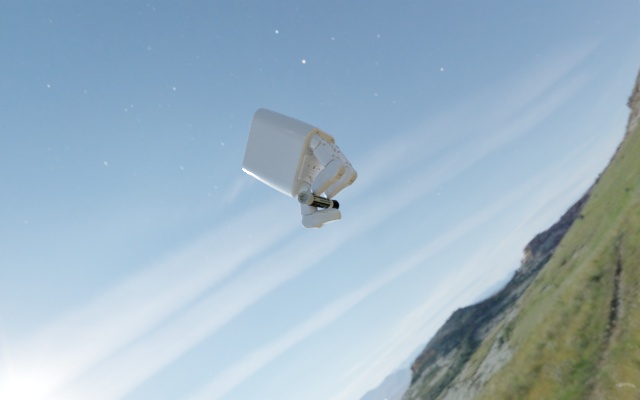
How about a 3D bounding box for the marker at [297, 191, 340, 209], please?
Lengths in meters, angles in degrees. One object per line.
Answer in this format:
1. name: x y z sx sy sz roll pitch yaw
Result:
1. marker: 0.000 0.002 0.714 0.020 0.020 0.121 0 -6 24
